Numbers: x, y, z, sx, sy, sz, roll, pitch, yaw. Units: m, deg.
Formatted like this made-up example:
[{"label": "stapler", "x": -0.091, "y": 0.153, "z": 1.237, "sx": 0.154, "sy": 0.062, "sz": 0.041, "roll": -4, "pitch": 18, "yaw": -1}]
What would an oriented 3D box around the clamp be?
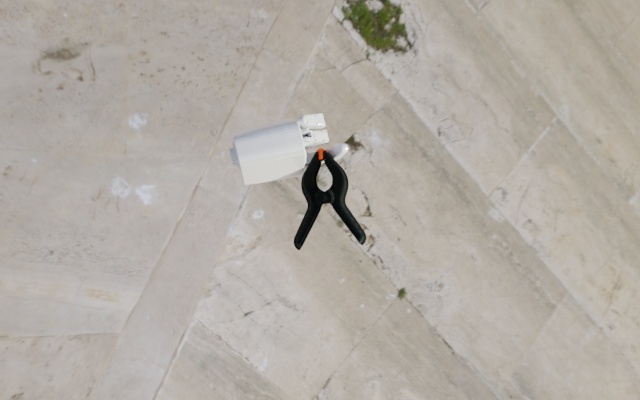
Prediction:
[{"label": "clamp", "x": 0.000, "y": 0.002, "z": 0.795, "sx": 0.120, "sy": 0.171, "sz": 0.039, "roll": -14, "pitch": -5, "yaw": 2}]
